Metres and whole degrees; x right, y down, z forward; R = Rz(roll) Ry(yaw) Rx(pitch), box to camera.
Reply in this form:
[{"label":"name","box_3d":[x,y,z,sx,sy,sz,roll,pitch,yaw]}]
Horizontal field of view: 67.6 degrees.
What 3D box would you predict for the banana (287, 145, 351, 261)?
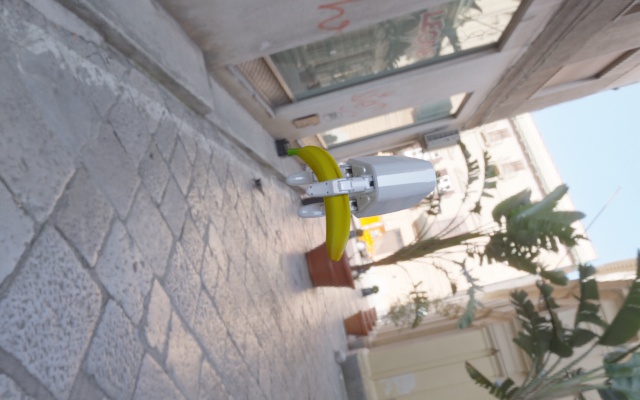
[{"label":"banana","box_3d":[0.011,-0.010,0.718,0.037,0.197,0.070,2,-31,-45]}]
